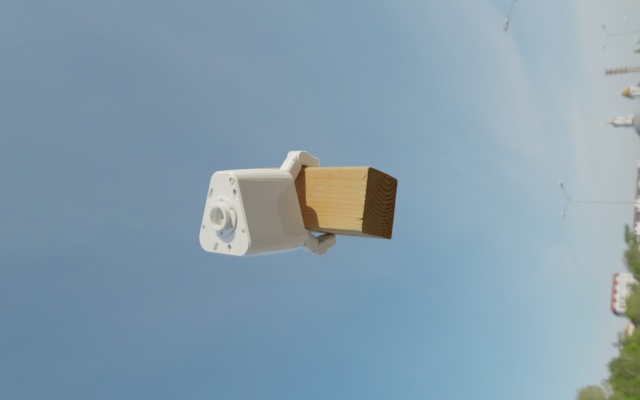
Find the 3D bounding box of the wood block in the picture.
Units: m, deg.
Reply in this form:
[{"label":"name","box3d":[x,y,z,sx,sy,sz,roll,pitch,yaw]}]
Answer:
[{"label":"wood block","box3d":[0.000,0.002,0.714,0.206,0.091,0.090,3,-8,36]}]
